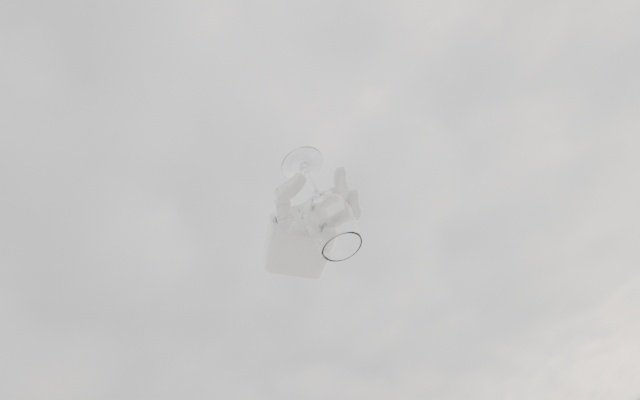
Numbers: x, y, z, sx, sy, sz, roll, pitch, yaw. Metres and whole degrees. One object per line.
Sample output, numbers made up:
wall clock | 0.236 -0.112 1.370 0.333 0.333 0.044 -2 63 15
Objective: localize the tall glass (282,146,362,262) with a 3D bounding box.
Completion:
tall glass | 0.000 0.002 0.756 0.079 0.079 0.201 0 41 -25
